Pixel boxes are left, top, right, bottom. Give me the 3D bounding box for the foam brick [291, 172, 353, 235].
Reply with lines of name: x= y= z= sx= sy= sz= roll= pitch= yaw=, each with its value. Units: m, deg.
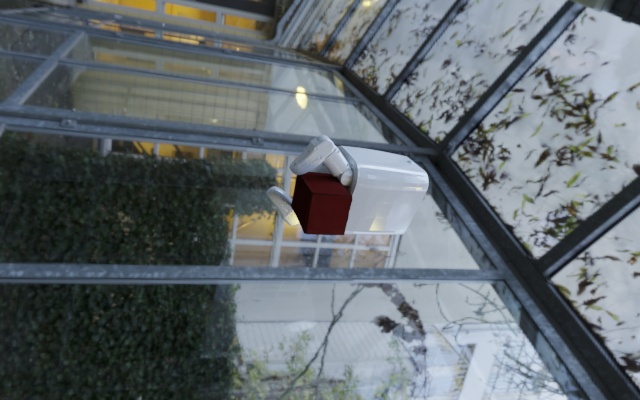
foam brick: x=0.000 y=0.002 z=0.582 sx=0.051 sy=0.053 sz=0.078 roll=5 pitch=23 yaw=-18
